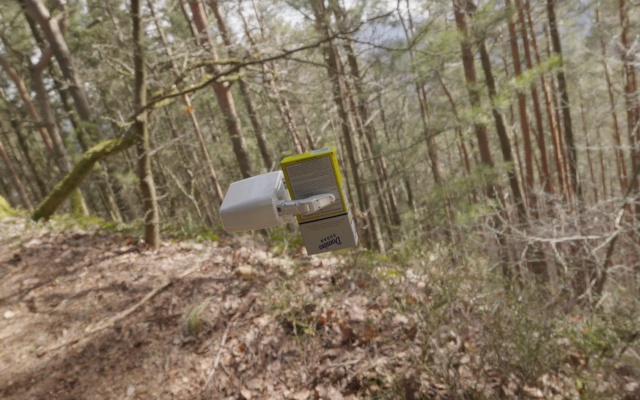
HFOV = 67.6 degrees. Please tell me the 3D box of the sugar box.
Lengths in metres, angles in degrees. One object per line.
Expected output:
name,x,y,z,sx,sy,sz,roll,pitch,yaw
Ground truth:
sugar box,0.000,0.002,0.834,0.093,0.176,0.048,-12,18,11
